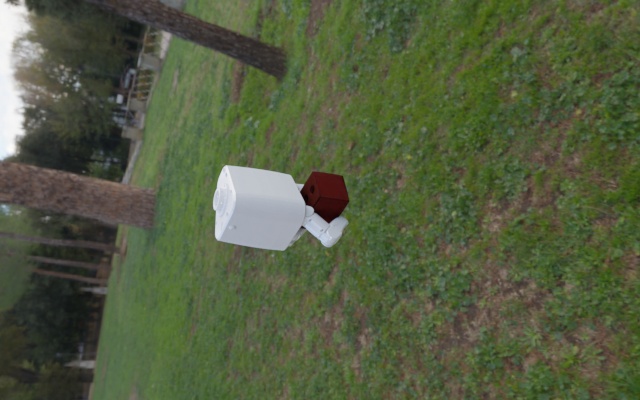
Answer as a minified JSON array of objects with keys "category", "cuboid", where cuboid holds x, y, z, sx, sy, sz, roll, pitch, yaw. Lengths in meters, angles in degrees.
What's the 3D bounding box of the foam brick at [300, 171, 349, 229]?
[{"category":"foam brick","cuboid":[0.000,0.002,0.721,0.051,0.053,0.078,10,-45,-26]}]
